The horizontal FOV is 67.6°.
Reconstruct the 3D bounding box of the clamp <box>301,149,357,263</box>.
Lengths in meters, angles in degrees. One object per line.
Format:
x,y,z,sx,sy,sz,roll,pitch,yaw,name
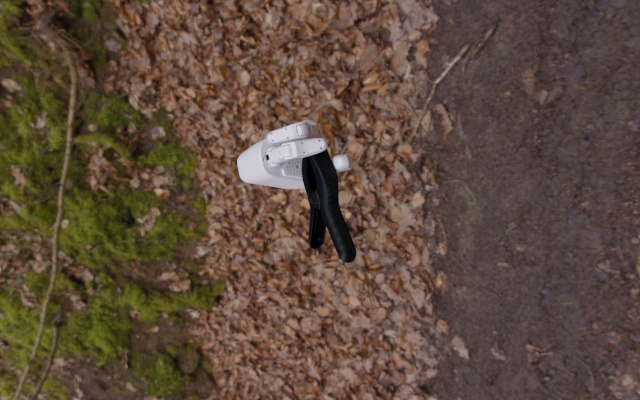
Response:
0.000,0.002,0.677,0.039,0.171,0.120,-12,1,-30,clamp
